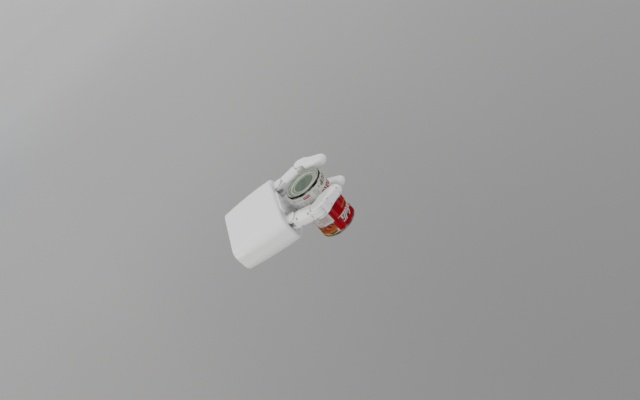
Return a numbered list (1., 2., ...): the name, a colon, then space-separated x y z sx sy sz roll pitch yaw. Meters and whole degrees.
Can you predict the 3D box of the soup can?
1. soup can: 0.000 0.002 0.787 0.068 0.068 0.102 0 -40 50
